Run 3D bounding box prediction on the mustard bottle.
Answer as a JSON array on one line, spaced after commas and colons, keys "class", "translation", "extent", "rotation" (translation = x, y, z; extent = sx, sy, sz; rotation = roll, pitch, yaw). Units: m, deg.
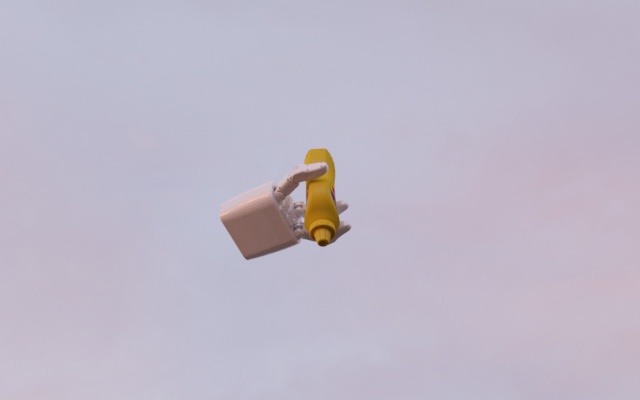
[{"class": "mustard bottle", "translation": [0.000, 0.002, 0.801], "extent": [0.058, 0.096, 0.191], "rotation": [-2, 41, 0]}]
